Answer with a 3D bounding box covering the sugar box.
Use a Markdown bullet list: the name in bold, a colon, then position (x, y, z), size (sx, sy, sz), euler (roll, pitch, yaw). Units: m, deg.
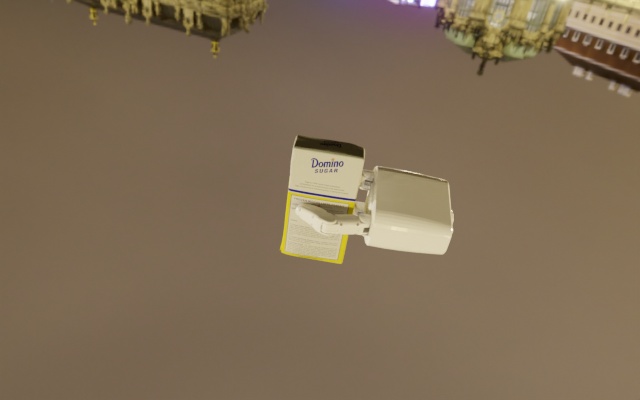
- **sugar box**: position (0.000, 0.002, 0.656), size (0.093, 0.176, 0.048), euler (10, 32, -1)
